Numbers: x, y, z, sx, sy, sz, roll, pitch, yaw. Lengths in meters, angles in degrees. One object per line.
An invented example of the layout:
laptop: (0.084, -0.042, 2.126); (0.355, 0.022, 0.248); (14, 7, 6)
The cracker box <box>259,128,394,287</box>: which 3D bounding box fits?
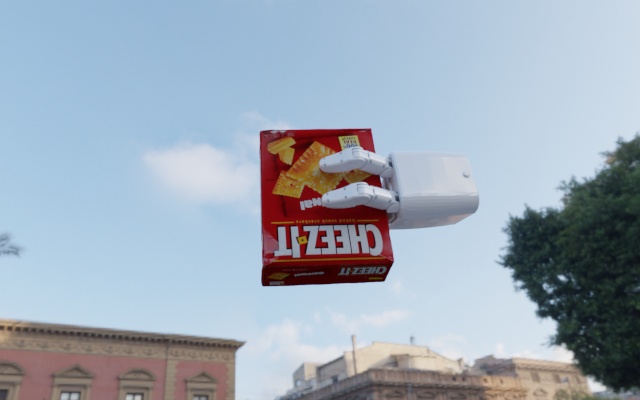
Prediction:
cracker box: (0.000, 0.002, 0.647); (0.164, 0.213, 0.072); (-1, -32, -7)
